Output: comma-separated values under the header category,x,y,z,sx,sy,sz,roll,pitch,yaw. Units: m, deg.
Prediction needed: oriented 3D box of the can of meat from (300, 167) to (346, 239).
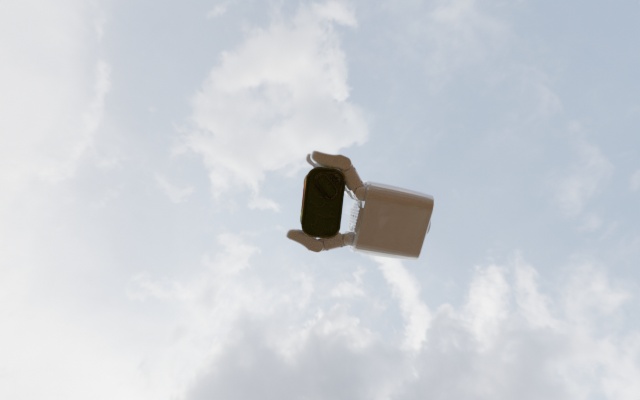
category,x,y,z,sx,sy,sz,roll,pitch,yaw
can of meat,0.000,0.002,0.721,0.057,0.102,0.084,6,1,-6
